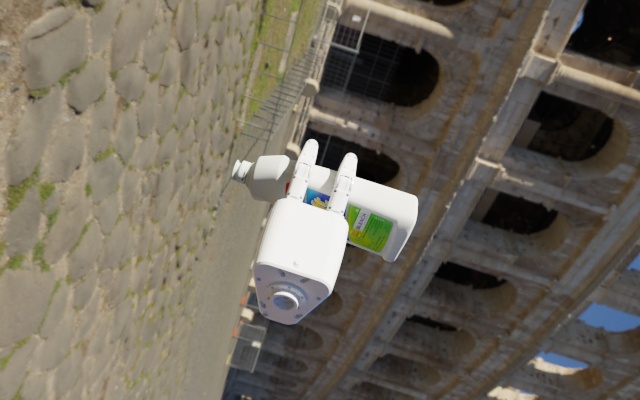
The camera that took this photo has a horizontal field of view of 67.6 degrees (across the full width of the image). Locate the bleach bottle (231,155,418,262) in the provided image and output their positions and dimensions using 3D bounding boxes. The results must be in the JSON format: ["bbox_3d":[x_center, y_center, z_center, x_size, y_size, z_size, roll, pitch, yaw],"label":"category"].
[{"bbox_3d":[0.000,0.002,0.662,0.251,0.103,0.068,18,42,-2],"label":"bleach bottle"}]
